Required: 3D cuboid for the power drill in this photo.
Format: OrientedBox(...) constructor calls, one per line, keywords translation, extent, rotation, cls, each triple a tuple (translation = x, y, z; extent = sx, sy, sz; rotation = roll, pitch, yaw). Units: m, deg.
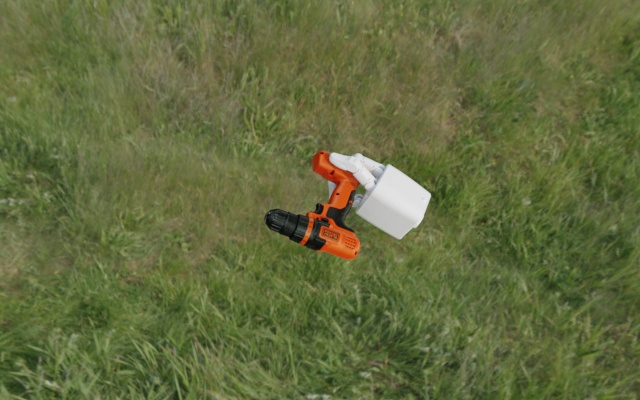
OrientedBox(translation=(0.001, 0.003, 0.900), extent=(0.184, 0.187, 0.057), rotation=(23, -27, -15), cls="power drill")
